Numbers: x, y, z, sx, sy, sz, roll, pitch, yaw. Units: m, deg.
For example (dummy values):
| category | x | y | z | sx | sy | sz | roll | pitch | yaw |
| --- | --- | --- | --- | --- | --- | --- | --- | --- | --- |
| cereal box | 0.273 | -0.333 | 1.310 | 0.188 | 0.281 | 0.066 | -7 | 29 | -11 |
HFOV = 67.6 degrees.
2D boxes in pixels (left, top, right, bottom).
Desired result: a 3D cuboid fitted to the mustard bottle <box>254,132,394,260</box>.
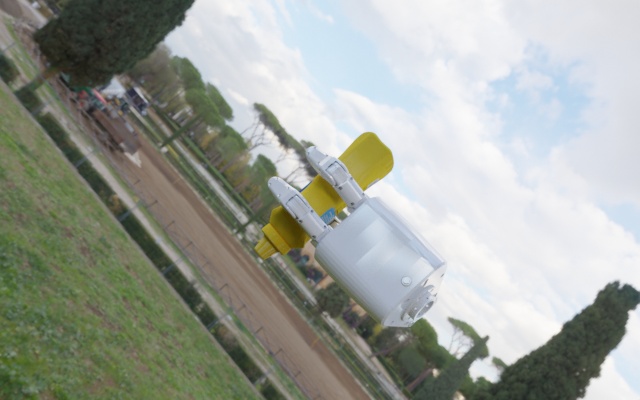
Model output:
| category | x | y | z | sx | sy | sz | roll | pitch | yaw |
| --- | --- | --- | --- | --- | --- | --- | --- | --- | --- |
| mustard bottle | 0.000 | 0.001 | 0.571 | 0.191 | 0.058 | 0.096 | -41 | -5 | -7 |
